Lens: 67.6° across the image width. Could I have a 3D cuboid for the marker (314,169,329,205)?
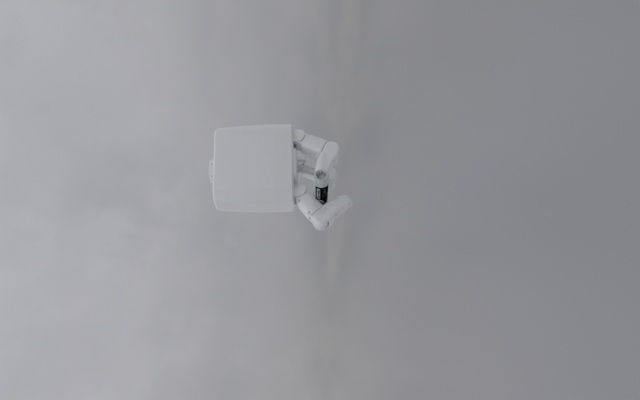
[{"bbox_3d":[0.000,0.002,0.640,0.020,0.020,0.121,0,-34,-1],"label":"marker"}]
